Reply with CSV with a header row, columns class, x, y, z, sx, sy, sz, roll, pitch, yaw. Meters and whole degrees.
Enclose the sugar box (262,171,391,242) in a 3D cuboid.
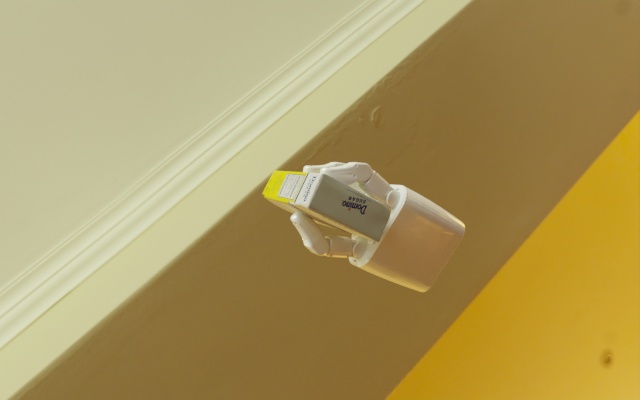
class,x,y,z,sx,sy,sz,roll,pitch,yaw
sugar box,0.000,0.001,0.567,0.093,0.048,0.176,26,-8,-22
